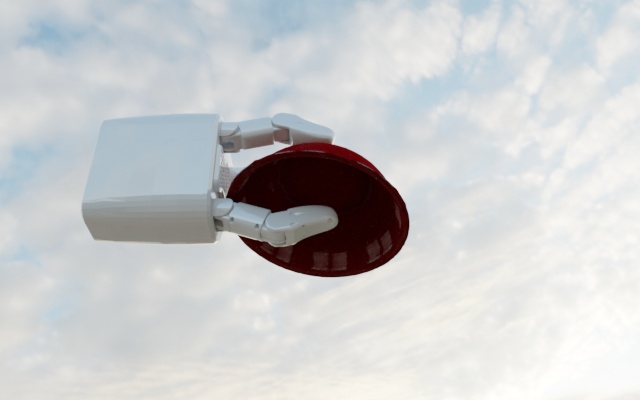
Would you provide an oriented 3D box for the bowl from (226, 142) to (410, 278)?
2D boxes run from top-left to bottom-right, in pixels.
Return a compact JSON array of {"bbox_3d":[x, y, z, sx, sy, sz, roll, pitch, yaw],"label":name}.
[{"bbox_3d":[0.001,0.001,0.435,0.162,0.055,0.162,6,-44,6],"label":"bowl"}]
